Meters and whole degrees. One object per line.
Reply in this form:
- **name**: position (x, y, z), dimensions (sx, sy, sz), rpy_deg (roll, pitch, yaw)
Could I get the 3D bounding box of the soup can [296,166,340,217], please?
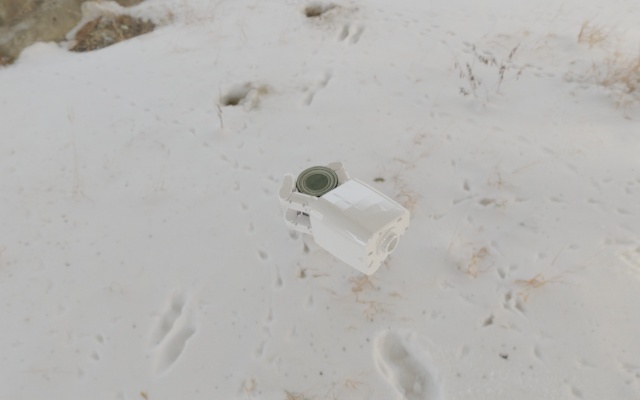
- **soup can**: position (0.000, 0.002, 0.774), dimensions (0.068, 0.068, 0.102), rpy_deg (0, -41, 9)
